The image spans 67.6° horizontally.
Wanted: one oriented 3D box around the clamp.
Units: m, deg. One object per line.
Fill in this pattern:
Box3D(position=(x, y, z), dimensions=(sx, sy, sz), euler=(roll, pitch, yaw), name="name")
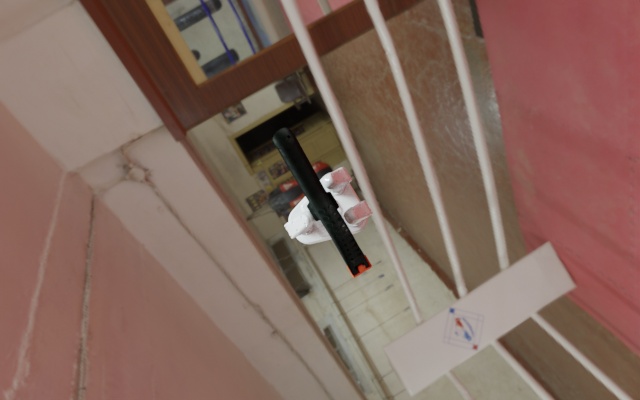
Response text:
Box3D(position=(0.000, 0.003, 0.604), dimensions=(0.036, 0.210, 0.164), euler=(-31, -5, 0), name="clamp")
